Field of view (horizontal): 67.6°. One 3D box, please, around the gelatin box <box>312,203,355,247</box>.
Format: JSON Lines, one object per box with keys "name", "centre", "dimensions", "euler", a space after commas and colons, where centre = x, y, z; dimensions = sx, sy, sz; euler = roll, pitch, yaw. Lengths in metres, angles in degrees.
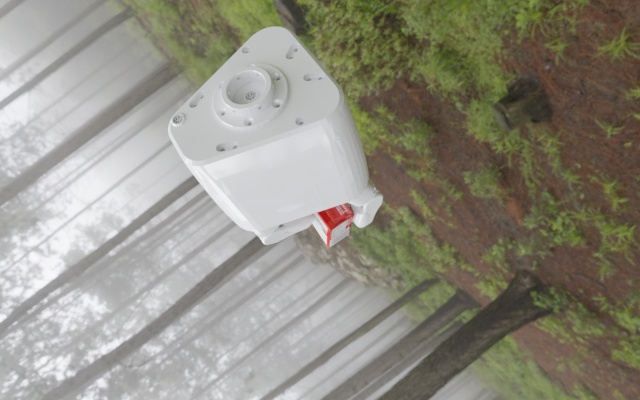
{"name": "gelatin box", "centre": [0.000, 0.002, 0.468], "dimensions": [0.030, 0.073, 0.089], "euler": [-32, -14, -8]}
